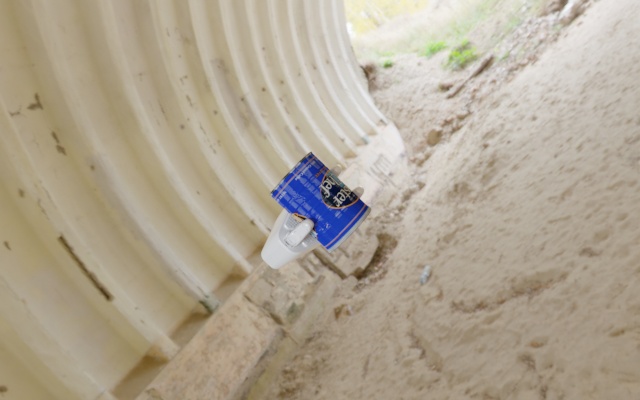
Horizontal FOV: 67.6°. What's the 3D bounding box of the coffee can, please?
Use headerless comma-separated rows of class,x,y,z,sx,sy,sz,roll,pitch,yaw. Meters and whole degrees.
coffee can,0.000,0.003,0.801,0.140,0.103,0.103,44,-1,-1
